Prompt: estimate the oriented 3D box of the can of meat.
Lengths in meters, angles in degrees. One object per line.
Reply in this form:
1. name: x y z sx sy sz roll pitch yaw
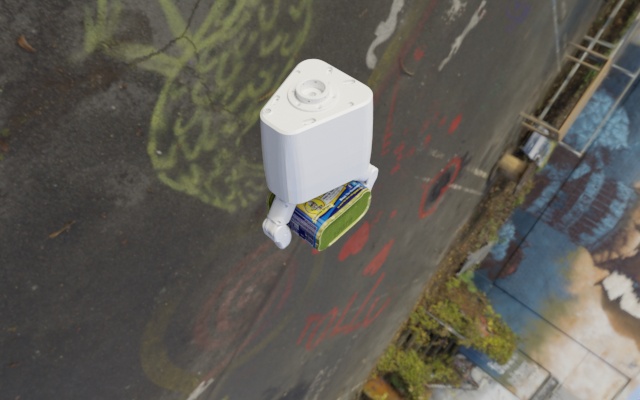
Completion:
1. can of meat: 0.000 0.002 0.582 0.084 0.057 0.102 36 59 24
